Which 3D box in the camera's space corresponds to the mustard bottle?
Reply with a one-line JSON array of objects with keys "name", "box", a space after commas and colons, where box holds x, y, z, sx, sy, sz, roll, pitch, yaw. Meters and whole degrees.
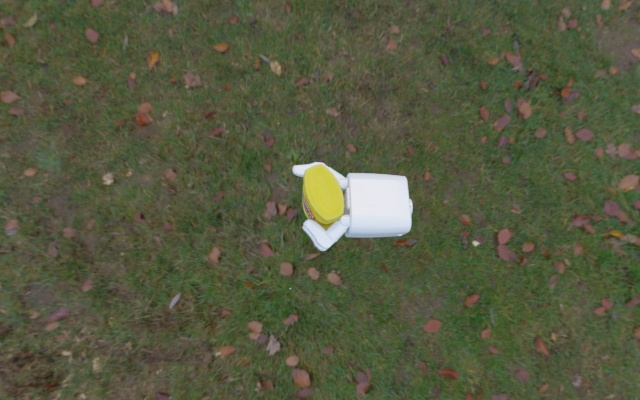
[{"name": "mustard bottle", "box": [0.000, 0.003, 0.858, 0.058, 0.096, 0.192, -23, -8, -7]}]
